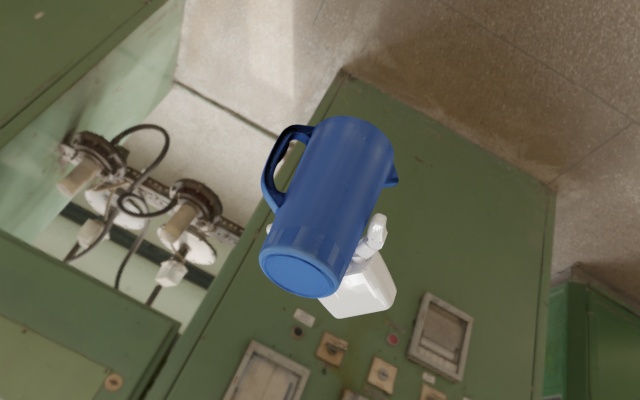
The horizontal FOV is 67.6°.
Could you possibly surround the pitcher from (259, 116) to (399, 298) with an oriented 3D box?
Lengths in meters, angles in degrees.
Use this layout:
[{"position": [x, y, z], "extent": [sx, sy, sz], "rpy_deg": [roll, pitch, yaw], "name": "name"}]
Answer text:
[{"position": [0.000, 0.002, 0.658], "extent": [0.149, 0.242, 0.145], "rpy_deg": [-2, -45, 30], "name": "pitcher"}]
